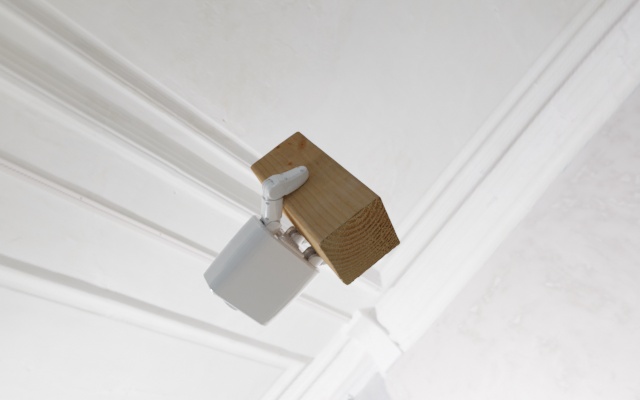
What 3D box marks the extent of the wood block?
[{"bbox_3d":[0.000,0.002,0.630,0.090,0.091,0.206,-37,42,-8],"label":"wood block"}]
